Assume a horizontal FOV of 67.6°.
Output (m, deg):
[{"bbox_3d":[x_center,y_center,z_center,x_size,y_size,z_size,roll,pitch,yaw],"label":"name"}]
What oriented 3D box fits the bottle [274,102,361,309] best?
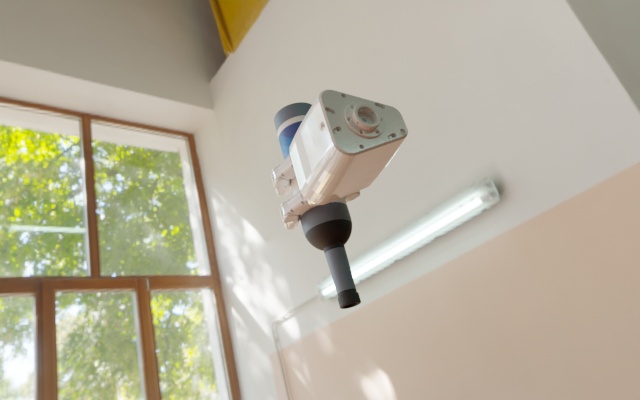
[{"bbox_3d":[0.000,0.002,0.653,0.069,0.295,0.069,-13,-25,-6],"label":"bottle"}]
